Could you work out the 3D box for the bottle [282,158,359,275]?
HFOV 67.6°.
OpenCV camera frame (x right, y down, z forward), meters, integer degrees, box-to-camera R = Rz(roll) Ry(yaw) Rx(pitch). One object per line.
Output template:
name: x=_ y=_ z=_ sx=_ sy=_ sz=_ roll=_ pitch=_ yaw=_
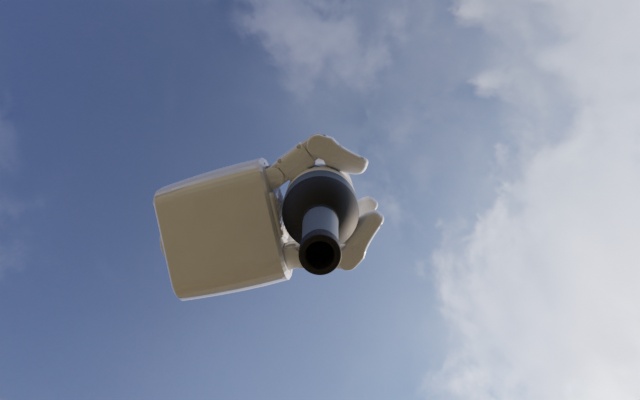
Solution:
bottle: x=0.000 y=0.001 z=0.444 sx=0.069 sy=0.069 sz=0.295 roll=0 pitch=13 yaw=0
